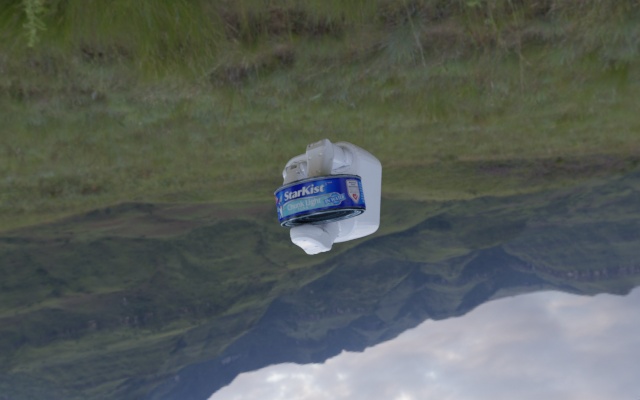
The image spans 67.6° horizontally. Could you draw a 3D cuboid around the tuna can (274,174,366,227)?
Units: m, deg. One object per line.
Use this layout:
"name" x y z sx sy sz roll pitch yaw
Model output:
"tuna can" 0.000 0.002 0.460 0.086 0.033 0.086 -9 -9 -2
